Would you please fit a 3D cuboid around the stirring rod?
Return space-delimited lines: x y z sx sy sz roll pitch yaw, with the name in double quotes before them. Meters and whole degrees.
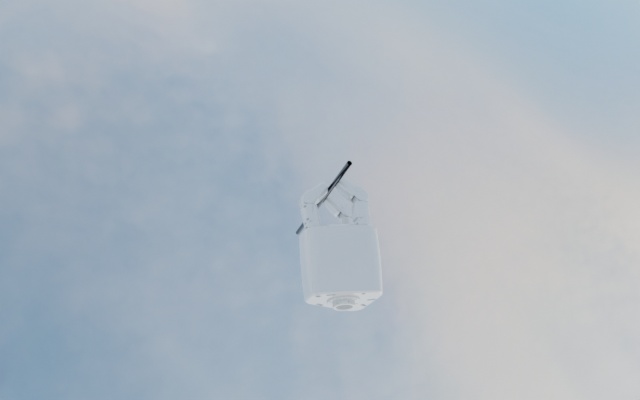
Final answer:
"stirring rod" 0.000 0.003 0.801 0.011 0.011 0.240 0 -29 -24
